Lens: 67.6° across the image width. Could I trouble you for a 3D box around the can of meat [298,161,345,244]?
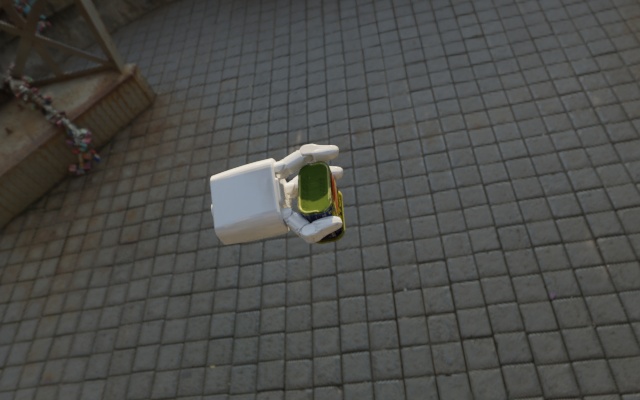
[{"bbox_3d":[0.000,0.002,0.745,0.057,0.102,0.084,-10,-37,11],"label":"can of meat"}]
